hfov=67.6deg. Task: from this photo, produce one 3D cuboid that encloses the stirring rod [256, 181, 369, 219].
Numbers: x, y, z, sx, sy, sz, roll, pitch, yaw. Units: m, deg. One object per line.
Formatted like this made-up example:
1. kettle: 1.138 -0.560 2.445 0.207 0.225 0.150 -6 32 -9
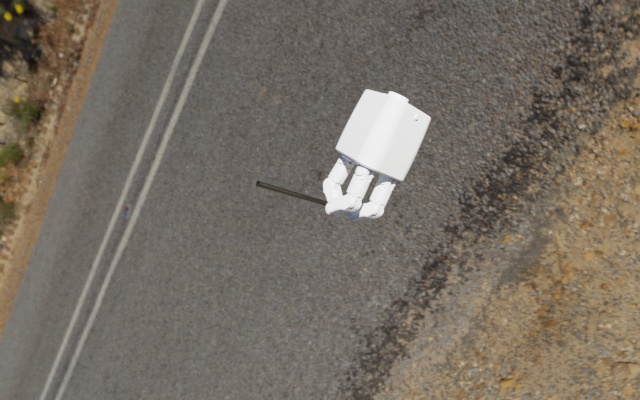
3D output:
1. stirring rod: 0.000 0.002 0.718 0.011 0.011 0.239 0 -12 45
